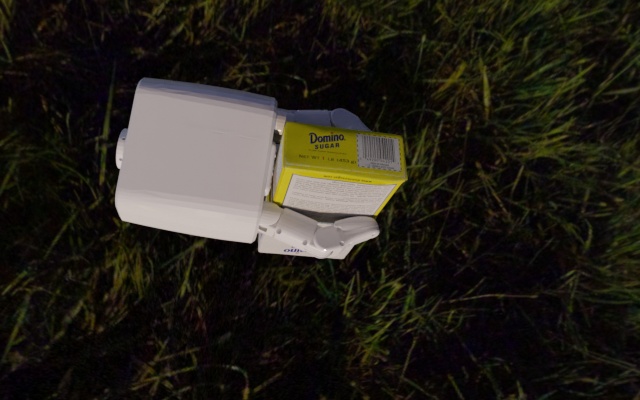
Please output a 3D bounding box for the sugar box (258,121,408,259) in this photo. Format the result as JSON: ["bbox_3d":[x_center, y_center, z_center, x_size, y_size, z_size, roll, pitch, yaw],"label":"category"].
[{"bbox_3d":[0.000,0.001,0.420,0.093,0.048,0.176,6,-24,-12],"label":"sugar box"}]
